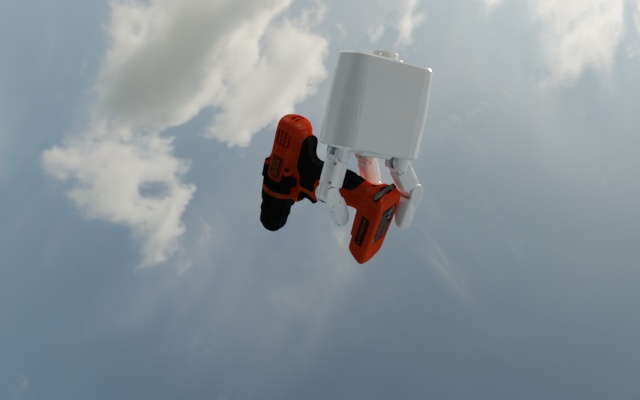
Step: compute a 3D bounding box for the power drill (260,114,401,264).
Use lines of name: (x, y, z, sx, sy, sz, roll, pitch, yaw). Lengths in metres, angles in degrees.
power drill: (0.001, 0.002, 0.631, 0.187, 0.185, 0.057, 32, 39, 21)
